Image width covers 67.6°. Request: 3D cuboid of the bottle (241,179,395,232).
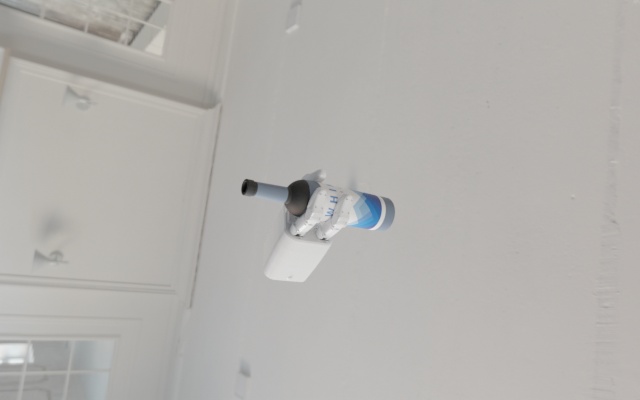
[{"bbox_3d":[0.000,0.003,0.843,0.296,0.069,0.069,11,-6,-33],"label":"bottle"}]
